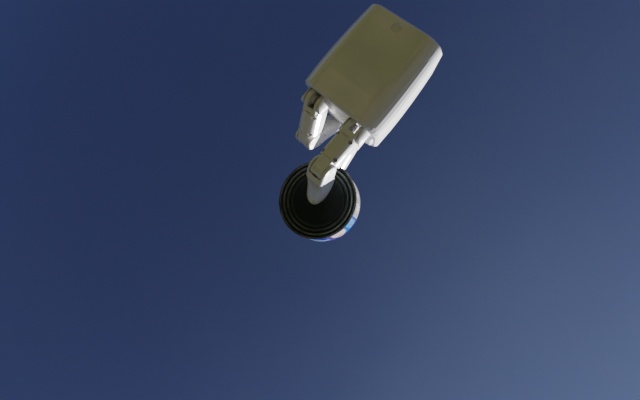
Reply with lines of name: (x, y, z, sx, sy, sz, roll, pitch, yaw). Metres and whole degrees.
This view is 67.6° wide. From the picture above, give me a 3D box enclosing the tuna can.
tuna can: (0.000, 0.002, 0.524, 0.086, 0.086, 0.034, 0, -11, 15)
